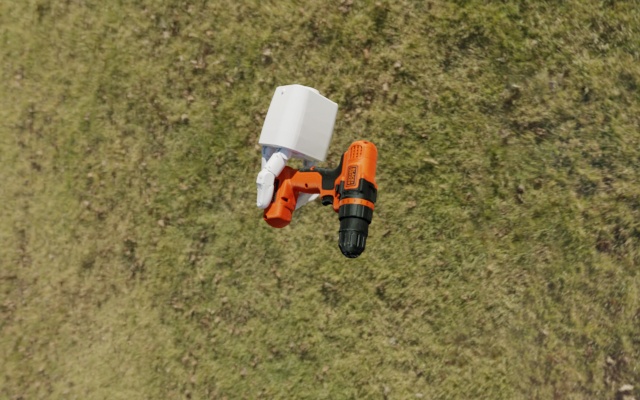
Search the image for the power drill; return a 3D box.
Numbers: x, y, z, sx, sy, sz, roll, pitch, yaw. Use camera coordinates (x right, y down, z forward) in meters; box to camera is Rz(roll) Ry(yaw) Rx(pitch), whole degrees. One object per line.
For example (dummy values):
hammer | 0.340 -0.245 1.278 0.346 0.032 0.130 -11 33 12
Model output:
power drill | 0.000 0.002 0.755 0.187 0.184 0.057 -4 -25 32
